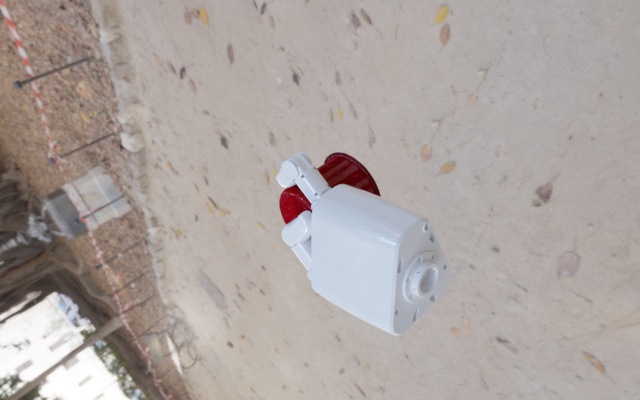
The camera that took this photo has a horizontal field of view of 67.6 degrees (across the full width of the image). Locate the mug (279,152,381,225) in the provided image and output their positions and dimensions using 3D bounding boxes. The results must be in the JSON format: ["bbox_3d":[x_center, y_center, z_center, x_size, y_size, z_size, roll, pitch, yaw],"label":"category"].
[{"bbox_3d":[-0.001,0.001,0.547,0.081,0.093,0.117,-35,35,-29],"label":"mug"}]
